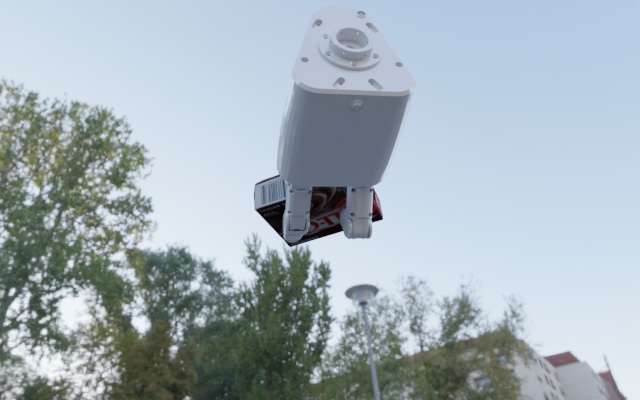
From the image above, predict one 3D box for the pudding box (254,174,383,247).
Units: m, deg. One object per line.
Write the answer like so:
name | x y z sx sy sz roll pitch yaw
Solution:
pudding box | 0.000 0.001 0.495 0.113 0.039 0.090 -16 -35 13
